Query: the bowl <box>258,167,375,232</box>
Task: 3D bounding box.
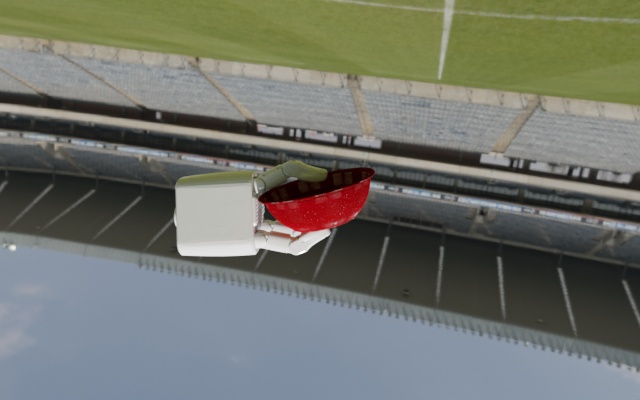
[{"bbox_3d":[0.001,0.002,0.648,0.162,0.055,0.162,-14,11,3],"label":"bowl"}]
